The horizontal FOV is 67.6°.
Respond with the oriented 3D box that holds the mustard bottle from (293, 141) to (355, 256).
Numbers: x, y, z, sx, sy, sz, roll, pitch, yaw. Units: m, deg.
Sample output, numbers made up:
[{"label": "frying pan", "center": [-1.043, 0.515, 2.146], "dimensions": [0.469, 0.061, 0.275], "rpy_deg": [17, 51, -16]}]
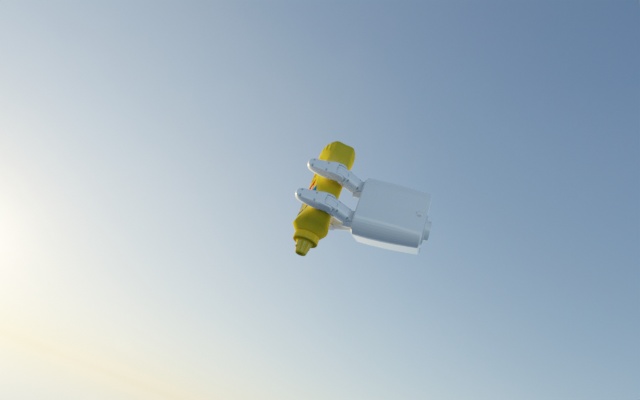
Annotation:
[{"label": "mustard bottle", "center": [0.000, 0.002, 0.776], "dimensions": [0.058, 0.191, 0.096], "rpy_deg": [25, -27, -8]}]
